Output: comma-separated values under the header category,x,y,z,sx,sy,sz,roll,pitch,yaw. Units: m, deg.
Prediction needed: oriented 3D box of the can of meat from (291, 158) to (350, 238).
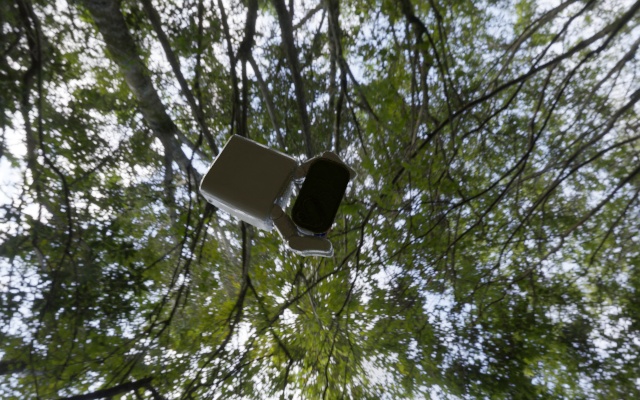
category,x,y,z,sx,sy,sz,roll,pitch,yaw
can of meat,0.000,0.002,0.675,0.057,0.102,0.084,21,-13,4
